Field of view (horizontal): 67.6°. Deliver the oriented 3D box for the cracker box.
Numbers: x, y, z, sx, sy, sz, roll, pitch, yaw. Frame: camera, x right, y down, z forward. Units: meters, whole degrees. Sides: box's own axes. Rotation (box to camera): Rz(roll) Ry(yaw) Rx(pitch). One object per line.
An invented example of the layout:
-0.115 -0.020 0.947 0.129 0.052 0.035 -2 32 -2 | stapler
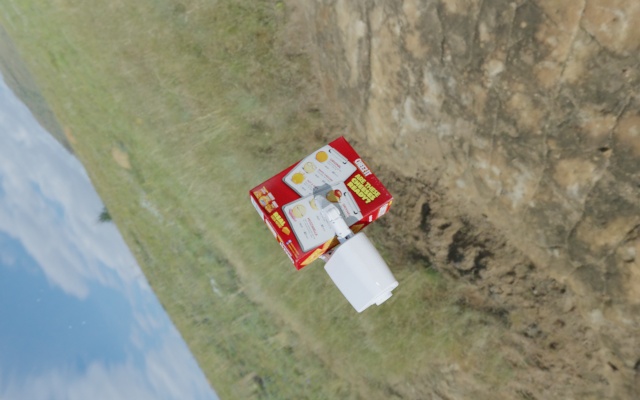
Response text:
0.000 0.003 0.896 0.213 0.164 0.072 -32 -19 -14 | cracker box
